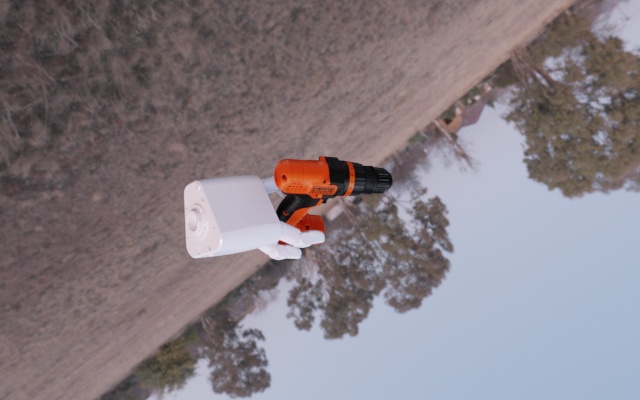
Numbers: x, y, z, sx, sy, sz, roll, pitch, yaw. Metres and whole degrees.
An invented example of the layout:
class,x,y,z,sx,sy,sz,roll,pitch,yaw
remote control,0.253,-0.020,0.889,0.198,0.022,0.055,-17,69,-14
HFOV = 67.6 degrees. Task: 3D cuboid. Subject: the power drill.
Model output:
class,x,y,z,sx,sy,sz,roll,pitch,yaw
power drill,0.000,0.003,0.753,0.184,0.057,0.188,4,-36,-21
